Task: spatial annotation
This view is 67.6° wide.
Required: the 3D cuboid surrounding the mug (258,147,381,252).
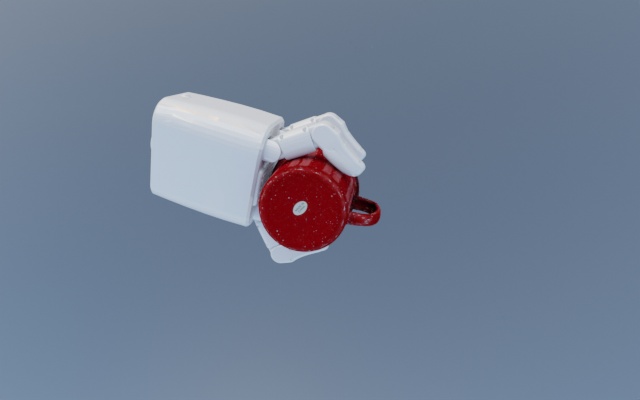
[{"bbox_3d":[0.001,0.002,0.456,0.117,0.093,0.081,17,19,2],"label":"mug"}]
